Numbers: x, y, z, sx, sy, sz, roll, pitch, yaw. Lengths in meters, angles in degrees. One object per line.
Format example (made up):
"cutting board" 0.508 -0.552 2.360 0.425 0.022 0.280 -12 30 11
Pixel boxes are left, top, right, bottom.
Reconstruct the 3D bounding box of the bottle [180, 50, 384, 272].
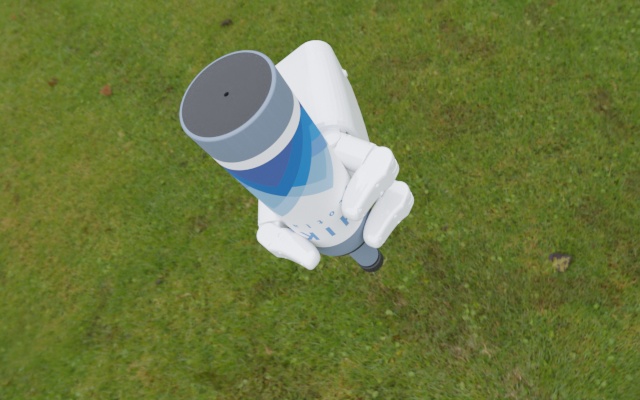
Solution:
"bottle" 0.000 0.001 0.401 0.069 0.069 0.296 0 -26 25
